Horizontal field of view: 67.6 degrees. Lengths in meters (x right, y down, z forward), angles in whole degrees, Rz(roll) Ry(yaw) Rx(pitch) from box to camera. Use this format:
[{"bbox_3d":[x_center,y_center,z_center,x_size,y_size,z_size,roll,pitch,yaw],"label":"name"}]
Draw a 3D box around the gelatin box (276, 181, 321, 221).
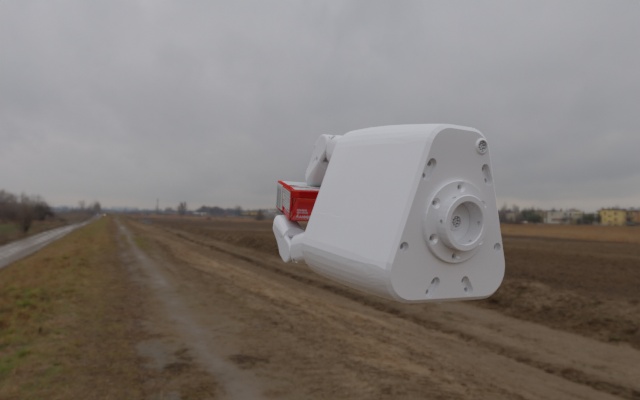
[{"bbox_3d":[0.000,0.001,0.450,0.073,0.030,0.089,3,7,-14],"label":"gelatin box"}]
